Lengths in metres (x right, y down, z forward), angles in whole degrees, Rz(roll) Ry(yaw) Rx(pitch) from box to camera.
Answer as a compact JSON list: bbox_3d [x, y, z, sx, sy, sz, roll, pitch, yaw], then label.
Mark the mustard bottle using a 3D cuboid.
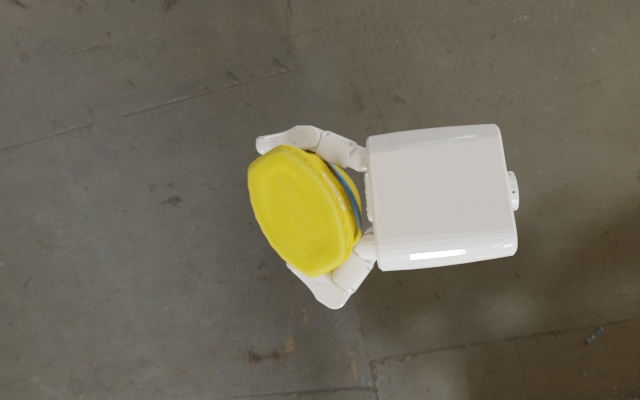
[{"bbox_3d":[0.000,0.002,0.422,0.058,0.096,0.191,-32,-2,11],"label":"mustard bottle"}]
